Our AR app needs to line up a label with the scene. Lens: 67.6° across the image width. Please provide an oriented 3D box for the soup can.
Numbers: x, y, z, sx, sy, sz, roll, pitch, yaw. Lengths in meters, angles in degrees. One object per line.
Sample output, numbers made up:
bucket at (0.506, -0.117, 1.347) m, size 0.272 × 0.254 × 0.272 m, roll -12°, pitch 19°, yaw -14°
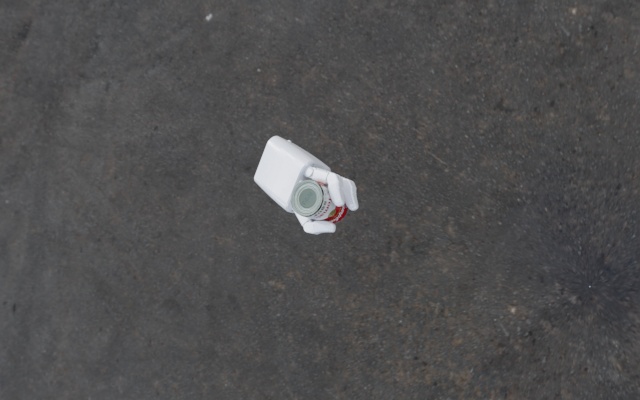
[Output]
soup can at (0.000, 0.003, 0.872) m, size 0.068 × 0.068 × 0.102 m, roll 0°, pitch -9°, yaw 29°
